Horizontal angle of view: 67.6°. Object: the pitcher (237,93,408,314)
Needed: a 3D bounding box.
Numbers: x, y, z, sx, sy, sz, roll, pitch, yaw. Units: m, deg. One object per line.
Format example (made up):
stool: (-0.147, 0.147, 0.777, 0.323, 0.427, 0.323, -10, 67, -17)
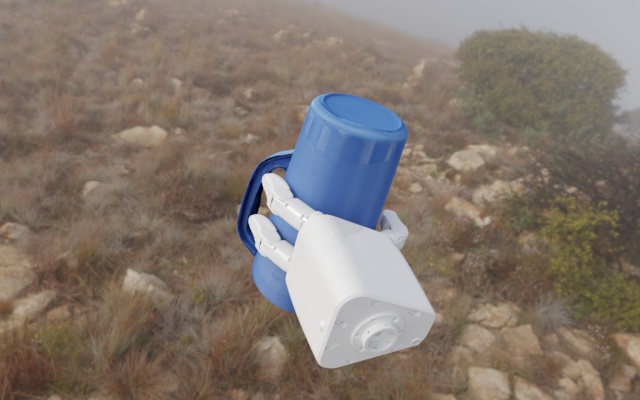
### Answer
pitcher: (0.000, 0.002, 0.557, 0.149, 0.243, 0.145, 4, 33, -24)
